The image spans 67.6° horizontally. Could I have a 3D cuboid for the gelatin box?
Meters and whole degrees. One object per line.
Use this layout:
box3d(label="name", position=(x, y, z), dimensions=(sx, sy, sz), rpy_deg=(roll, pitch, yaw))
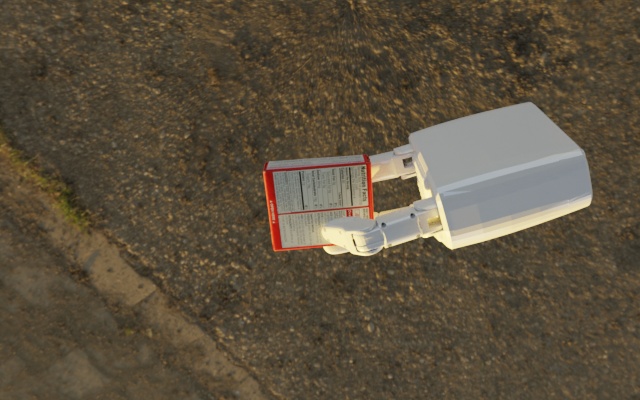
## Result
box3d(label="gelatin box", position=(0.000, 0.002, 0.406), dimensions=(0.089, 0.073, 0.030), rpy_deg=(-5, 21, 1))
